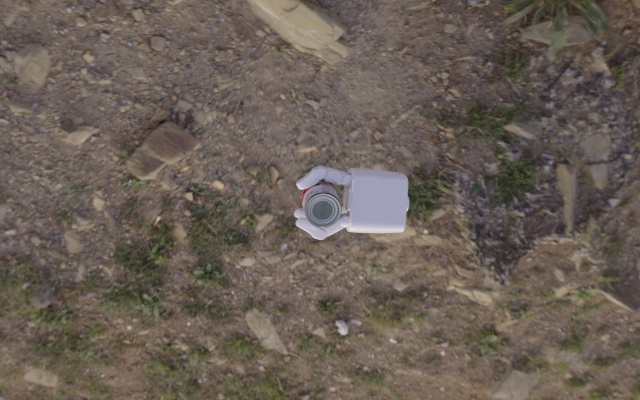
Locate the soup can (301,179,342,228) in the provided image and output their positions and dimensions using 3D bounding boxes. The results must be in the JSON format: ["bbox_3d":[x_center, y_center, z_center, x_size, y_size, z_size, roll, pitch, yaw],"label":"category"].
[{"bbox_3d":[0.000,0.003,0.877,0.068,0.068,0.102,0,18,-6],"label":"soup can"}]
